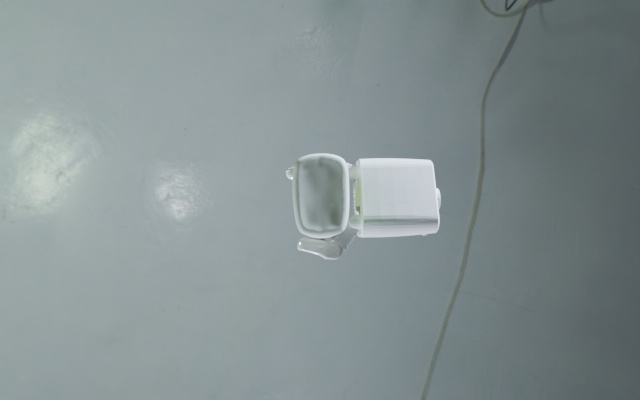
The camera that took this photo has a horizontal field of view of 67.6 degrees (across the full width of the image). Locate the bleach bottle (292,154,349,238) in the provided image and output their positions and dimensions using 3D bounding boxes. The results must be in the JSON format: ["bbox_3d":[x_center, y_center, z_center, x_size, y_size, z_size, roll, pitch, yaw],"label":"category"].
[{"bbox_3d":[0.000,0.002,0.683,0.068,0.102,0.251,-1,-3,0],"label":"bleach bottle"}]
